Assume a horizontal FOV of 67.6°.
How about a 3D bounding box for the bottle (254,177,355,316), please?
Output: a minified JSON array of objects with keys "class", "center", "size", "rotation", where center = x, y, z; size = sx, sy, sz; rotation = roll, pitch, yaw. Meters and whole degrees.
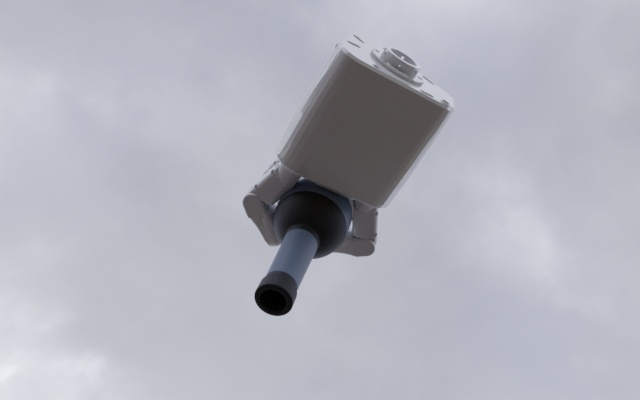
[{"class":"bottle","center":[0.000,0.001,0.448],"size":[0.069,0.069,0.295],"rotation":[0,27,14]}]
